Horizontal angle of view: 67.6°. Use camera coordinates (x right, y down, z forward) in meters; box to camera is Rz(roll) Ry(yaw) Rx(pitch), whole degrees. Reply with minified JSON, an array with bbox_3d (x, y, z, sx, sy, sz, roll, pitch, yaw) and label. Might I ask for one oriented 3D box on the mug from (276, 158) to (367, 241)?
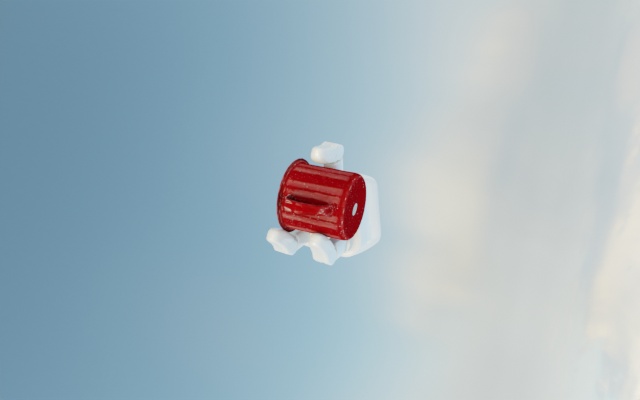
[{"bbox_3d":[0.000,0.002,0.563,0.081,0.093,0.117,12,8,23],"label":"mug"}]
